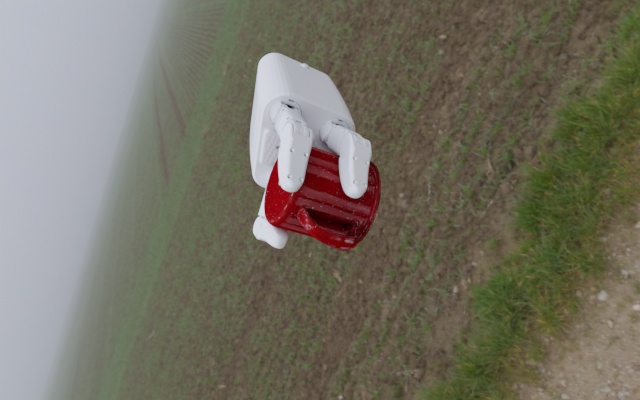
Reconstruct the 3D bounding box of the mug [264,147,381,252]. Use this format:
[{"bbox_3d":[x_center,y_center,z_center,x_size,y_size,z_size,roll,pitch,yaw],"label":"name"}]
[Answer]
[{"bbox_3d":[0.000,0.002,0.443,0.081,0.093,0.117,17,33,-24],"label":"mug"}]
